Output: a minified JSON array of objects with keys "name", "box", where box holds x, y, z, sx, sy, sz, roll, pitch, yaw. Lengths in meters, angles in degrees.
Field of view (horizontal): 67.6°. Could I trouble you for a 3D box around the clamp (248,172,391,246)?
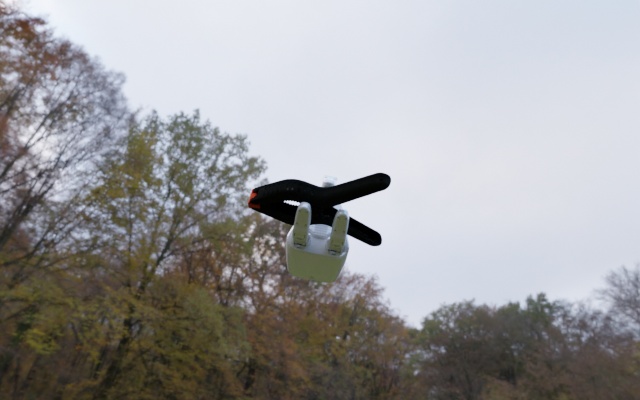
[{"name":"clamp","box":[0.000,0.002,0.690,0.210,0.036,0.165,10,-36,1]}]
